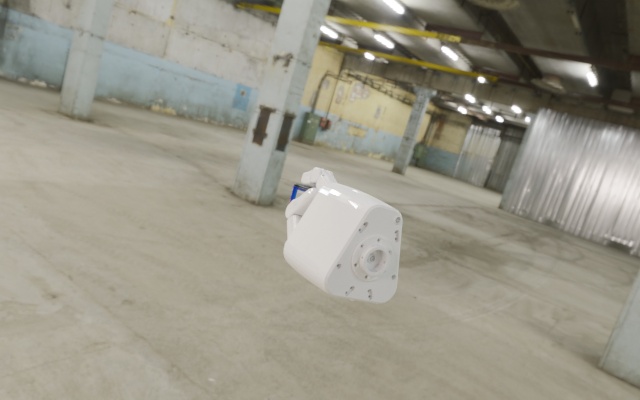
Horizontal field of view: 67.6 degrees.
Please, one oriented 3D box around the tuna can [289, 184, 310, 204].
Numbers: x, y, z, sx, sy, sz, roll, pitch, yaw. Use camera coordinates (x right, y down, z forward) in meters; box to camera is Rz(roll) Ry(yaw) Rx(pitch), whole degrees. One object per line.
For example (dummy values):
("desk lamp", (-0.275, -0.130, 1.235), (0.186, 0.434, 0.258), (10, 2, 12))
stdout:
("tuna can", (0.000, 0.002, 0.665), (0.086, 0.034, 0.086), (14, 4, -1))
